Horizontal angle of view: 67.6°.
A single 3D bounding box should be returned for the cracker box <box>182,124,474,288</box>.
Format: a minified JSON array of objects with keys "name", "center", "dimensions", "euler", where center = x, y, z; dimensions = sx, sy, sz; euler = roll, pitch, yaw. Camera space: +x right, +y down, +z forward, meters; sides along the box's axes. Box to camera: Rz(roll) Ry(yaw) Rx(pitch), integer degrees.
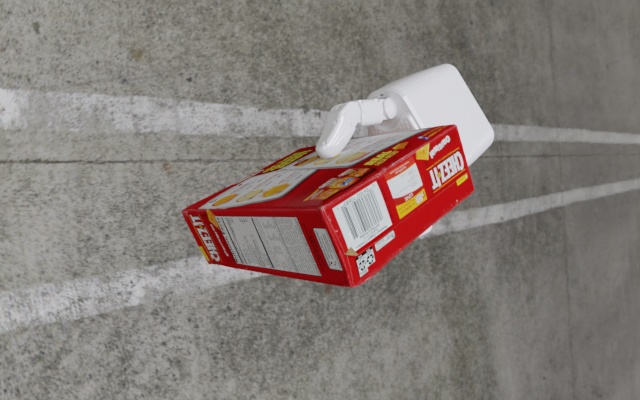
[{"name":"cracker box","center":[0.000,0.001,0.433],"dimensions":[0.164,0.072,0.213],"euler":[-32,18,-36]}]
